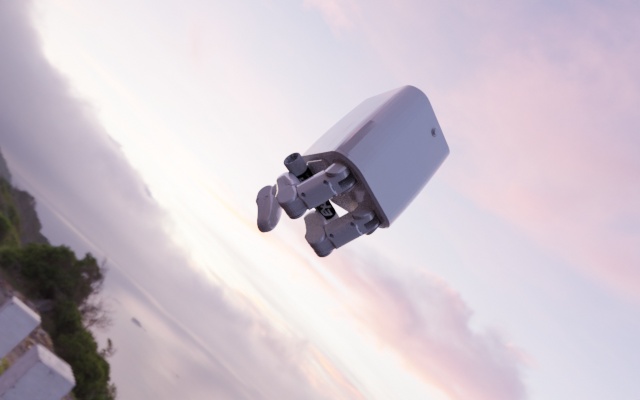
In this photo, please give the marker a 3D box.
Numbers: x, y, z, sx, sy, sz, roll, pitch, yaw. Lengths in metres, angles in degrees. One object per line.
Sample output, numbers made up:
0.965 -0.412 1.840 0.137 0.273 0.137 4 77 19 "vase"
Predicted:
0.000 0.002 0.485 0.020 0.020 0.121 0 -44 39 "marker"
